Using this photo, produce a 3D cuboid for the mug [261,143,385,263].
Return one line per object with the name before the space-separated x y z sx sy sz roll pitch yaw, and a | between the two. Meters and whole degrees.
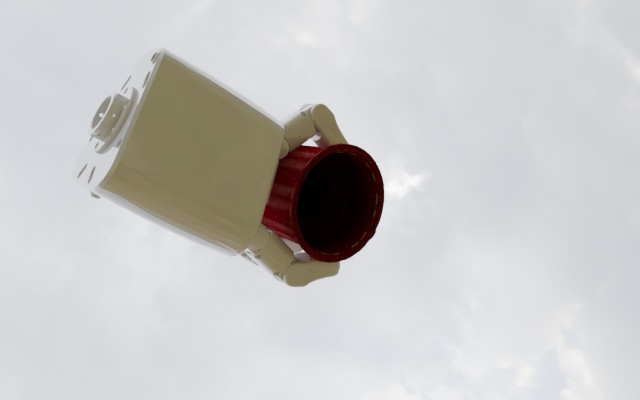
mug | 0.001 0.002 0.405 0.117 0.093 0.081 33 -10 -37
